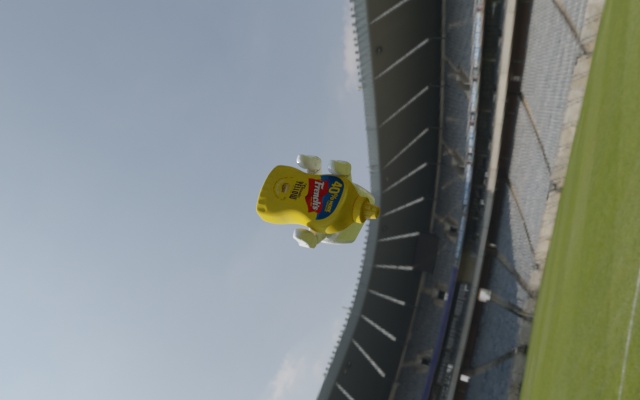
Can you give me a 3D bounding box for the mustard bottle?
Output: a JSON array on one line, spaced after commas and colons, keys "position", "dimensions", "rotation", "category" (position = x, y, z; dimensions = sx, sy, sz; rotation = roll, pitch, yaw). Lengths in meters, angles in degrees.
[{"position": [0.000, 0.002, 0.749], "dimensions": [0.191, 0.096, 0.058], "rotation": [11, -28, 24], "category": "mustard bottle"}]
